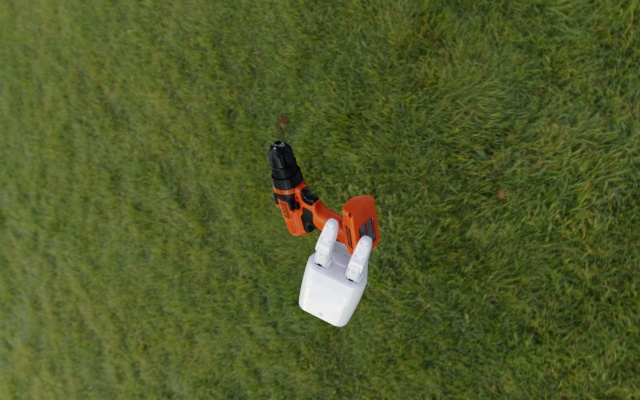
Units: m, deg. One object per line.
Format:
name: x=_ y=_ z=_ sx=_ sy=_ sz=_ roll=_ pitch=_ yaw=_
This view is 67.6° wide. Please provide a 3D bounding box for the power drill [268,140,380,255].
power drill: x=0.000 y=0.003 z=0.750 sx=0.187 sy=0.185 sz=0.057 roll=25 pitch=53 yaw=38
